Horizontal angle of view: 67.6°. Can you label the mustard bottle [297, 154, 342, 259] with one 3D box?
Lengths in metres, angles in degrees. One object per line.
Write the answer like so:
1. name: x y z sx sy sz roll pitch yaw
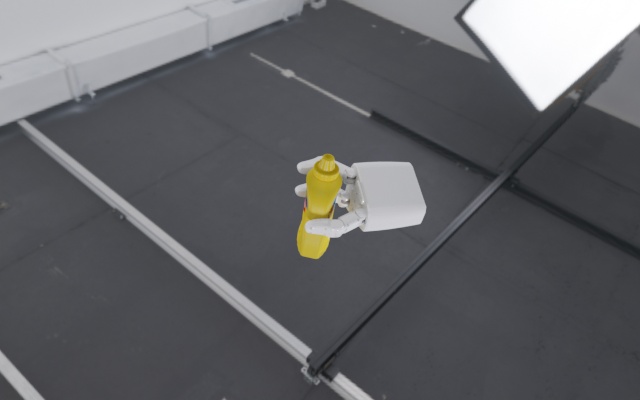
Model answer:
1. mustard bottle: 0.000 0.003 0.795 0.058 0.192 0.096 13 43 2
